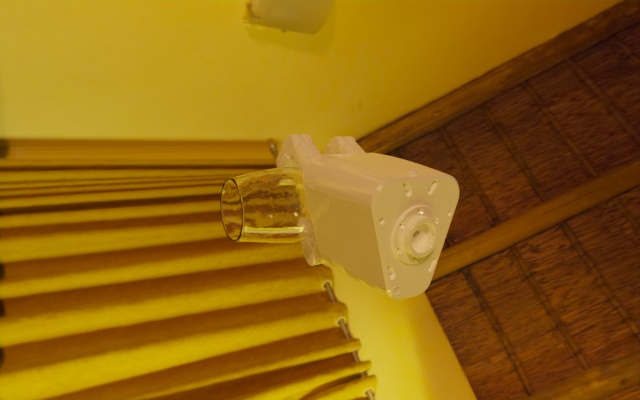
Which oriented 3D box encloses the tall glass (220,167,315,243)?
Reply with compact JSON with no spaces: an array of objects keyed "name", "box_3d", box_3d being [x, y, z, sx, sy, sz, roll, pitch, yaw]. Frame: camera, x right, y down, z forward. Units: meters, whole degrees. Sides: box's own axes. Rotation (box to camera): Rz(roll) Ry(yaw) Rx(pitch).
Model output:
[{"name":"tall glass","box_3d":[0.001,0.002,0.506,0.201,0.079,0.079,-5,2,-30]}]
